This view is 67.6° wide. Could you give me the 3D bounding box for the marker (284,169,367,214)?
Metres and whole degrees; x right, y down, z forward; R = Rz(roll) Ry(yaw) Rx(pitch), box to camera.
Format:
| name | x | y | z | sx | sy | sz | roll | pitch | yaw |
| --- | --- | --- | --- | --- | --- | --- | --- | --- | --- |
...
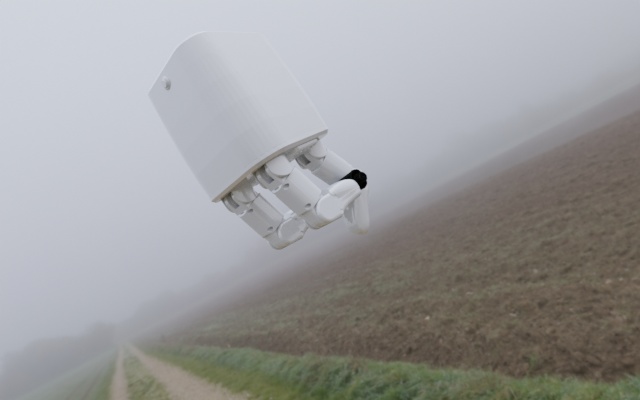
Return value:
| name | x | y | z | sx | sy | sz | roll | pitch | yaw |
| --- | --- | --- | --- | --- | --- | --- | --- | --- | --- |
| marker | 0.000 | 0.002 | 0.446 | 0.020 | 0.020 | 0.121 | 0 | -21 | -40 |
